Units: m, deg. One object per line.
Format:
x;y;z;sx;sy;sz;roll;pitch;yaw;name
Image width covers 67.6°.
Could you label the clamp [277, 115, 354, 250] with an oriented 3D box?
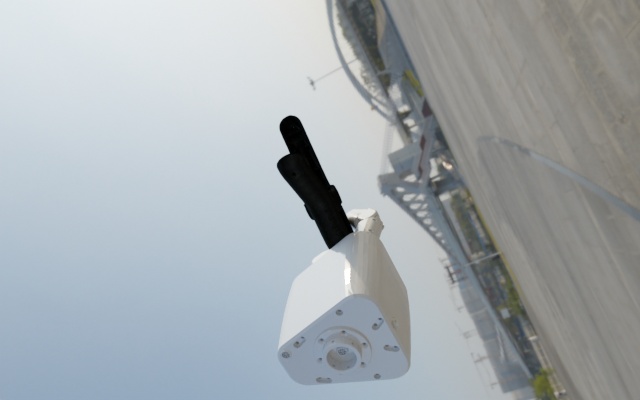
0.000;0.002;0.483;0.039;0.171;0.120;-24;18;16;clamp
